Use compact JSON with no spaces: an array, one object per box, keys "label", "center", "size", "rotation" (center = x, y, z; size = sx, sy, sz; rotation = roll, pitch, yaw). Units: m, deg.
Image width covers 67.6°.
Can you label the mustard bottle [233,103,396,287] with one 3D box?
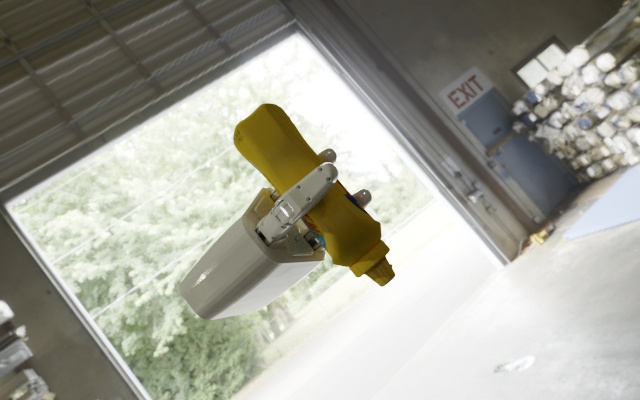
[{"label":"mustard bottle","center":[0.000,0.001,0.443],"size":[0.058,0.191,0.096],"rotation":[-40,-6,-4]}]
